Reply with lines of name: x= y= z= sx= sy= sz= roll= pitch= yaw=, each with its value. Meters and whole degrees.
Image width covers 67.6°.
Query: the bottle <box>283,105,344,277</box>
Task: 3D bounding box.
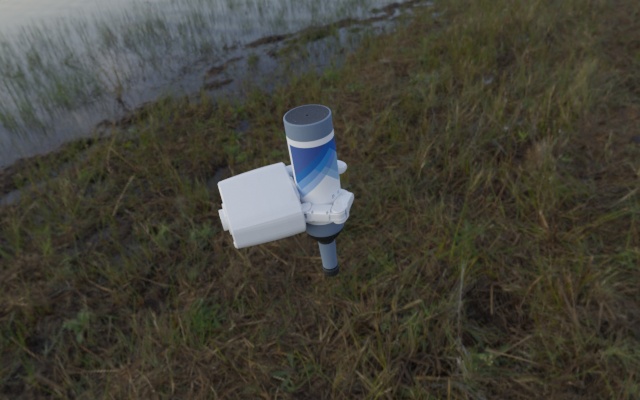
bottle: x=0.000 y=0.002 z=0.736 sx=0.069 sy=0.296 sz=0.069 roll=-6 pitch=35 yaw=4
